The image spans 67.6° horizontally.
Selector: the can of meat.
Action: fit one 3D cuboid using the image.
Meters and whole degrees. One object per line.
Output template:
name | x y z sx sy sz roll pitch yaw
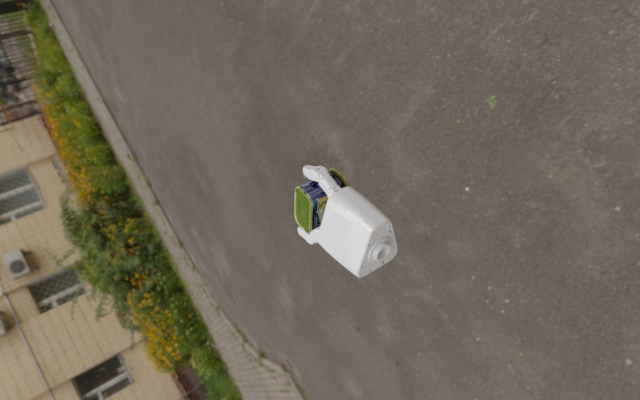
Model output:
can of meat | 0.000 0.003 0.876 0.084 0.102 0.057 -27 51 -27
